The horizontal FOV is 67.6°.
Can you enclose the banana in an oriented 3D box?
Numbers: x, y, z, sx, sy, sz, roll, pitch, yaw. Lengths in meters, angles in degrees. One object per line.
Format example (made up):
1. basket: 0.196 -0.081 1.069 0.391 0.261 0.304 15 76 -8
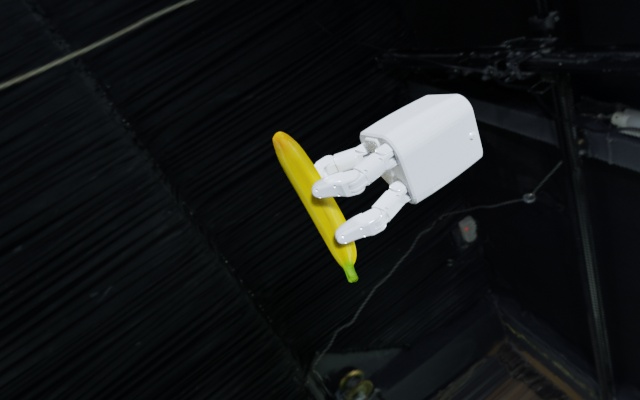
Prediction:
1. banana: -0.001 0.003 0.582 0.037 0.198 0.069 -30 9 -4
